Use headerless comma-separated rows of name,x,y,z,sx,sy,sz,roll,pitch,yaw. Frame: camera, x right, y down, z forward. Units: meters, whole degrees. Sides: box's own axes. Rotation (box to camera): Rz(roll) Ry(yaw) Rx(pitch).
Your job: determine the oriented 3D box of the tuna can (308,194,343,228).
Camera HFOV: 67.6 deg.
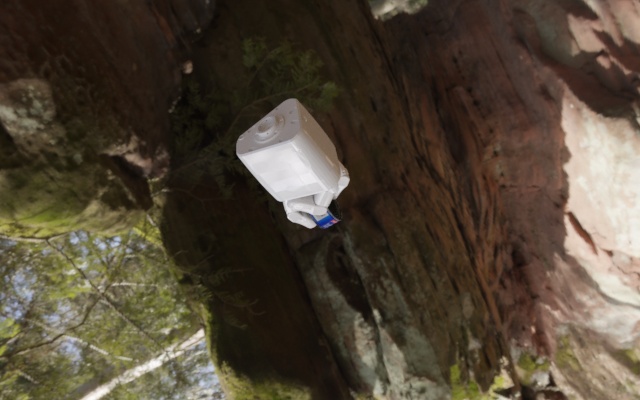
tuna can,0.000,0.003,0.789,0.034,0.086,0.086,-30,-9,16
